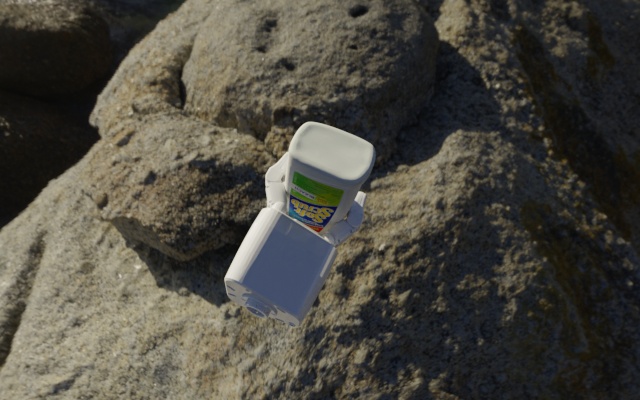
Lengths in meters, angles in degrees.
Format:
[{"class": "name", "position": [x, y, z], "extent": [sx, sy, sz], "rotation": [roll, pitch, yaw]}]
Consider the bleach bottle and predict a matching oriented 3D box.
[{"class": "bleach bottle", "position": [0.000, 0.002, 0.654], "extent": [0.102, 0.068, 0.251], "rotation": [23, -29, 7]}]
